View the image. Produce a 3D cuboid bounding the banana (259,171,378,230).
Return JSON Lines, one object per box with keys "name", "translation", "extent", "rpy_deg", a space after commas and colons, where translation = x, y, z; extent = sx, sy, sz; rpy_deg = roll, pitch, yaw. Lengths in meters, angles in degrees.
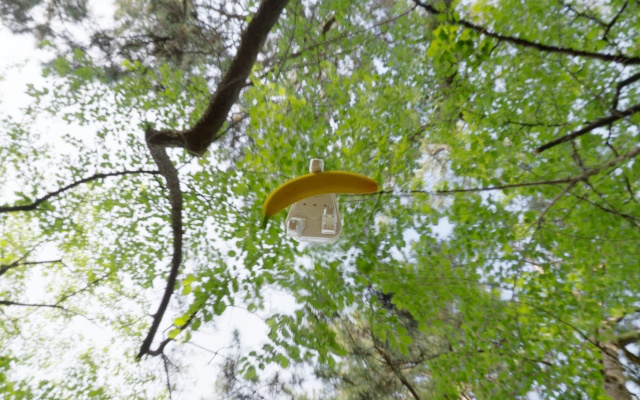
{"name": "banana", "translation": [-0.010, -0.013, 0.759], "extent": [0.198, 0.069, 0.037], "rpy_deg": [-20, -20, -5]}
